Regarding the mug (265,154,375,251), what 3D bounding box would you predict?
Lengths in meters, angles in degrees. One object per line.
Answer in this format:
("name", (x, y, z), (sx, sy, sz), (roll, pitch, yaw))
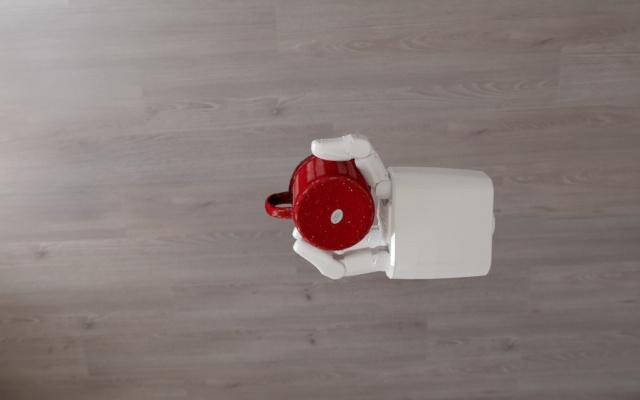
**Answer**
("mug", (-0.001, 0.002, 0.499), (0.117, 0.093, 0.081), (-2, 19, -2))
